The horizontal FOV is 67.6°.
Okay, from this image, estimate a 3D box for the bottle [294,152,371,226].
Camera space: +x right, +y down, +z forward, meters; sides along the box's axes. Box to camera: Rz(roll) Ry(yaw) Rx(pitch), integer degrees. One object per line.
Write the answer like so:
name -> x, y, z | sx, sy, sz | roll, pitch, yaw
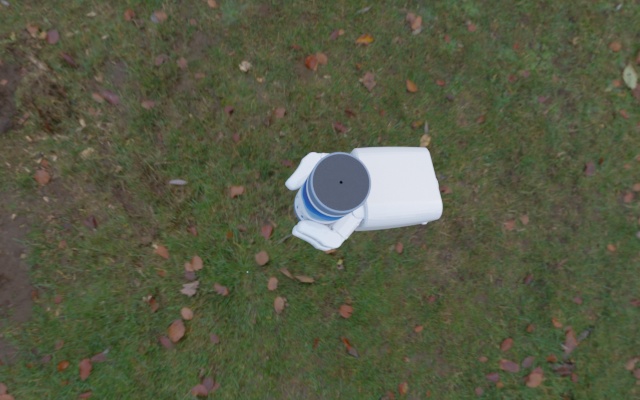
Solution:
bottle -> 0.000, 0.002, 0.651 | 0.069, 0.069, 0.296 | 0, -8, -9
